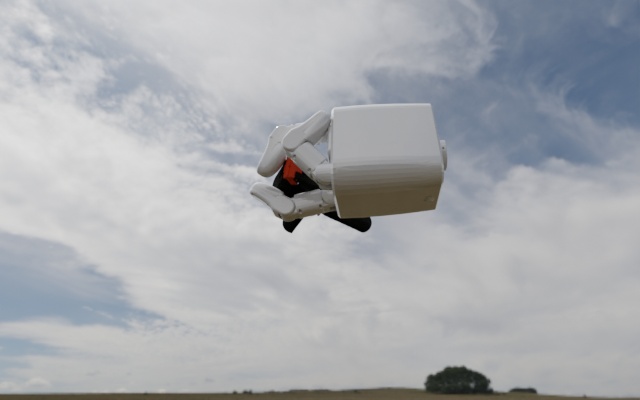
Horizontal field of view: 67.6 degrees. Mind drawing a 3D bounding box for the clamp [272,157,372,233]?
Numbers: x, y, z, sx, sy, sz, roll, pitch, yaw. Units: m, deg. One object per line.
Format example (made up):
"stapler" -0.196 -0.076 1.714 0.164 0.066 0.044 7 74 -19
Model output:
"clamp" 0.000 0.001 0.576 0.120 0.039 0.171 -3 -24 6
